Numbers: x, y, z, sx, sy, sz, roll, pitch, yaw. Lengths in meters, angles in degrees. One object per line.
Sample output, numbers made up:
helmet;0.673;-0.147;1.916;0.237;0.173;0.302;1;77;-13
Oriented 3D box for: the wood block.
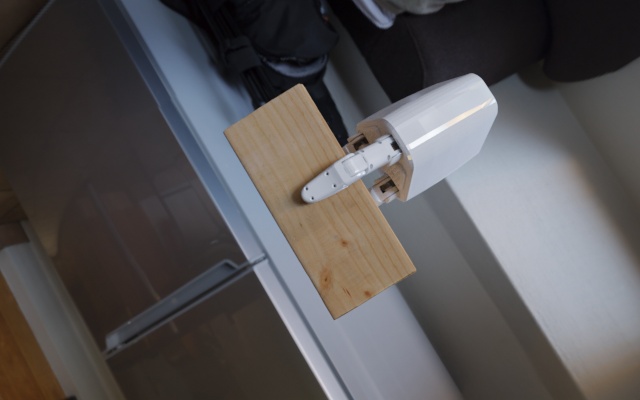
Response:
wood block;0.000;0.001;0.483;0.090;0.206;0.091;-31;-5;2
